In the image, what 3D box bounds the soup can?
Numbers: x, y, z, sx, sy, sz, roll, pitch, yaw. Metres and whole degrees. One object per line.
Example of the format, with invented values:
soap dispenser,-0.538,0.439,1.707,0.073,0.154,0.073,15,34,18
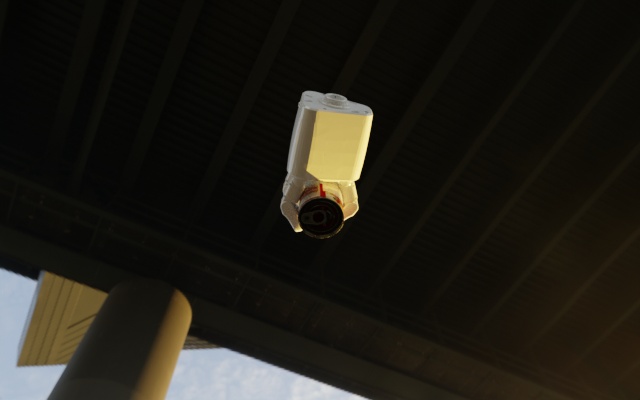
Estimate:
soup can,0.000,0.003,0.735,0.068,0.068,0.102,0,28,-1
